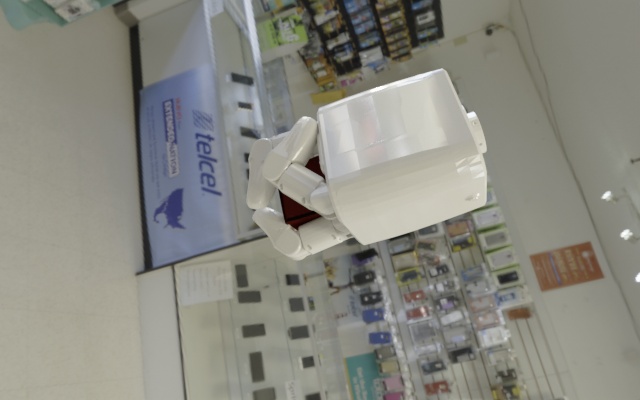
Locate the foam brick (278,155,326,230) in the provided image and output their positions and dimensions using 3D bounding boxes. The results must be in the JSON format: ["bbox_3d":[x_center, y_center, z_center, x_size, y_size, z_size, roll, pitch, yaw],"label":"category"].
[{"bbox_3d":[0.000,0.001,0.436,0.051,0.053,0.078,-18,-24,12],"label":"foam brick"}]
